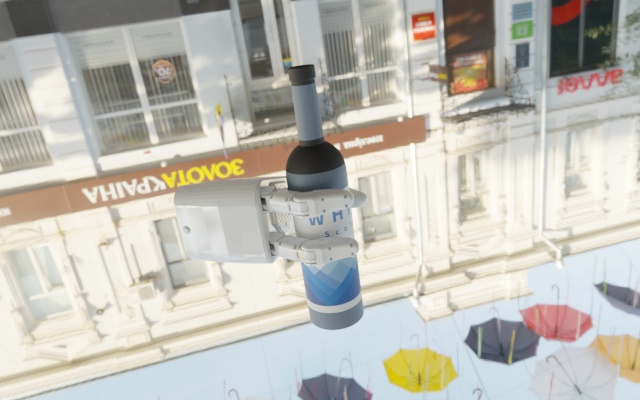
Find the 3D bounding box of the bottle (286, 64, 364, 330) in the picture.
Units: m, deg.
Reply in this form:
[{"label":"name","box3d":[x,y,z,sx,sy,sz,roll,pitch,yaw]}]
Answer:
[{"label":"bottle","box3d":[0.000,0.002,0.530,0.069,0.296,0.069,-7,21,3]}]
